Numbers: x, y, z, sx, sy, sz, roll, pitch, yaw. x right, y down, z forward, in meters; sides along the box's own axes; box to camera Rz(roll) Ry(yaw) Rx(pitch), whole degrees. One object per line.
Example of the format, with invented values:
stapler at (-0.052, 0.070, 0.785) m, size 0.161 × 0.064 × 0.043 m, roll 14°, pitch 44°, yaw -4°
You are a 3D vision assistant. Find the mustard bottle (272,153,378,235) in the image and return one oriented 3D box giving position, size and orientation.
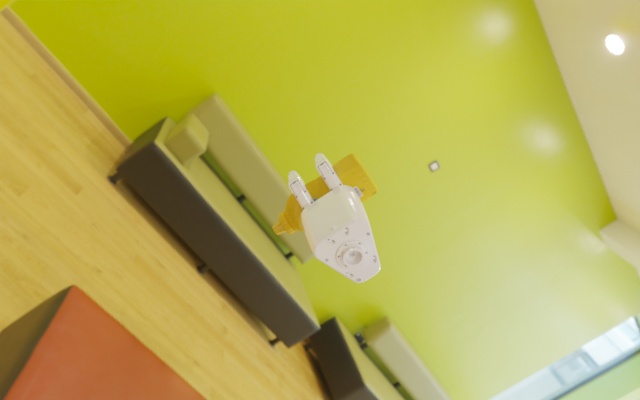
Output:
mustard bottle at (0.000, 0.002, 0.828) m, size 0.191 × 0.058 × 0.096 m, roll -33°, pitch -37°, yaw 7°
